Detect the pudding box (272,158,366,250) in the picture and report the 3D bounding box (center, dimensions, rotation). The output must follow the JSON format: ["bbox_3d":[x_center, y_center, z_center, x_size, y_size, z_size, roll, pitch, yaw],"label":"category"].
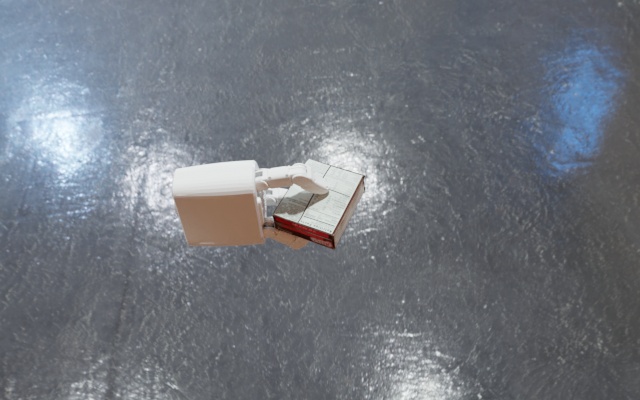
[{"bbox_3d":[0.000,0.002,0.649,0.090,0.113,0.039,19,-32,17],"label":"pudding box"}]
